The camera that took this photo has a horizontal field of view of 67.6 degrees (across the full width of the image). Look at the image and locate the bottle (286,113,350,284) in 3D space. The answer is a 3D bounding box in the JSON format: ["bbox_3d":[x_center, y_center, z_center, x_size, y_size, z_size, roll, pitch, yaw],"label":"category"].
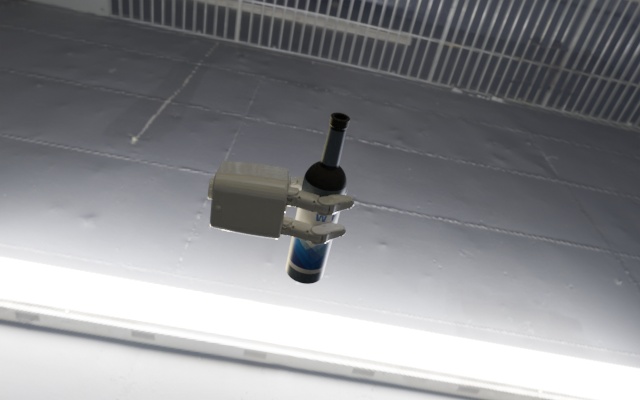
[{"bbox_3d":[0.000,0.003,0.745,0.069,0.296,0.069,9,34,-6],"label":"bottle"}]
